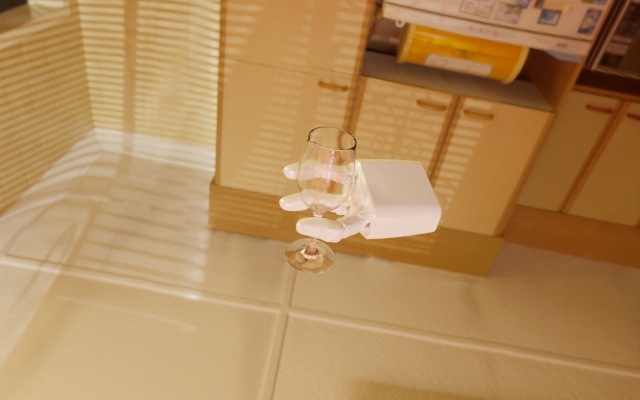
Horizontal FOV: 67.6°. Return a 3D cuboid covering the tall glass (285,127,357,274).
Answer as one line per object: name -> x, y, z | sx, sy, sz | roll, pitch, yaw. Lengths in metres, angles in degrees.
tall glass -> 0.000, 0.003, 0.653 | 0.079, 0.201, 0.079 | 7, 35, -5
